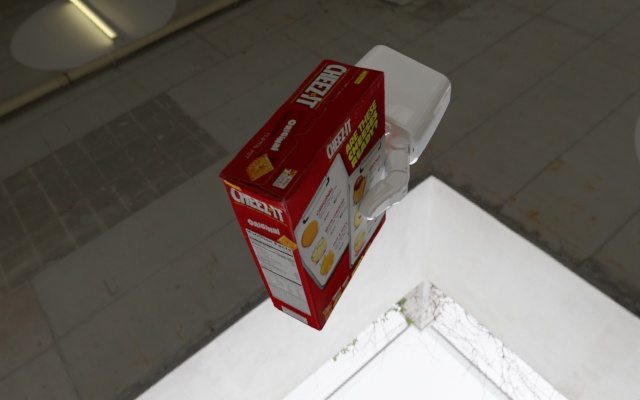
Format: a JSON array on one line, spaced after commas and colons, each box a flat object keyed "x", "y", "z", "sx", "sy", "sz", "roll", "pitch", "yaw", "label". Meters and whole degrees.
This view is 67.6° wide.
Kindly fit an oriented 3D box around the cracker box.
[{"x": 0.000, "y": 0.002, "z": 0.465, "sx": 0.072, "sy": 0.164, "sz": 0.214, "roll": 20, "pitch": -34, "yaw": 24, "label": "cracker box"}]
